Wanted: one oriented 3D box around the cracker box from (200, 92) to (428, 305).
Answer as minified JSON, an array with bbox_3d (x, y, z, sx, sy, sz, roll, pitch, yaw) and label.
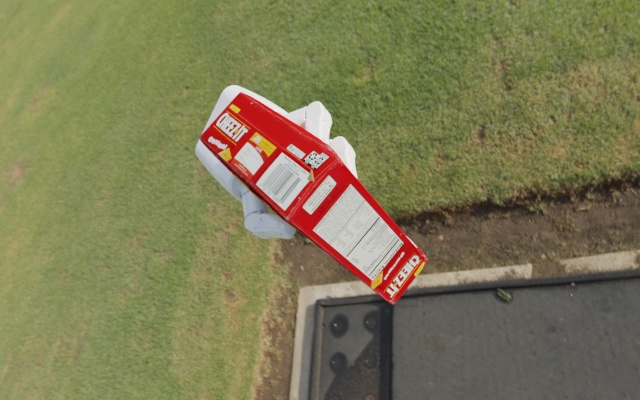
[{"bbox_3d":[0.000,0.002,0.485,0.164,0.072,0.214,38,-3,42],"label":"cracker box"}]
